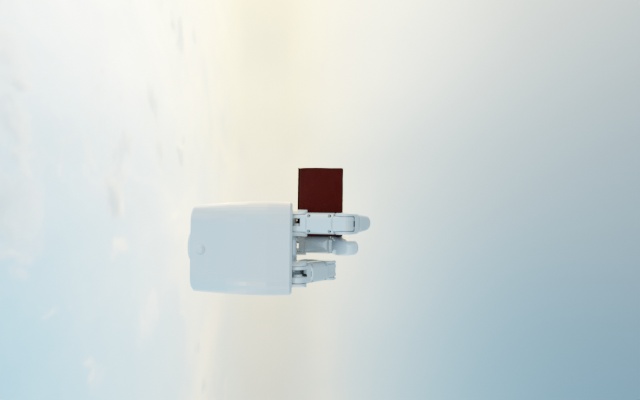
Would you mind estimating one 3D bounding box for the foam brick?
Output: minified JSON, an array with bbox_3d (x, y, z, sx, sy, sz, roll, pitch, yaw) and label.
[{"bbox_3d":[0.000,0.001,0.543,0.051,0.078,0.053,1,-1,2],"label":"foam brick"}]
